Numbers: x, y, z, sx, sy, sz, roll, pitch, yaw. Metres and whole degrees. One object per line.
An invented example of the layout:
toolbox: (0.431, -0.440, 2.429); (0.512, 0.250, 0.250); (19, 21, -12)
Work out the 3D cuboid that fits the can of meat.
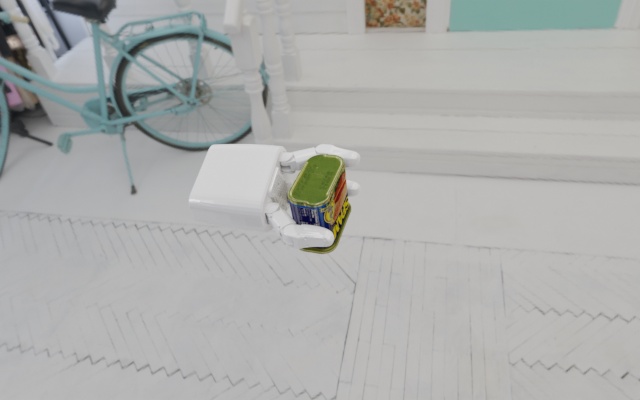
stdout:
can of meat: (0.000, 0.002, 0.609); (0.057, 0.084, 0.102); (8, 44, 18)
